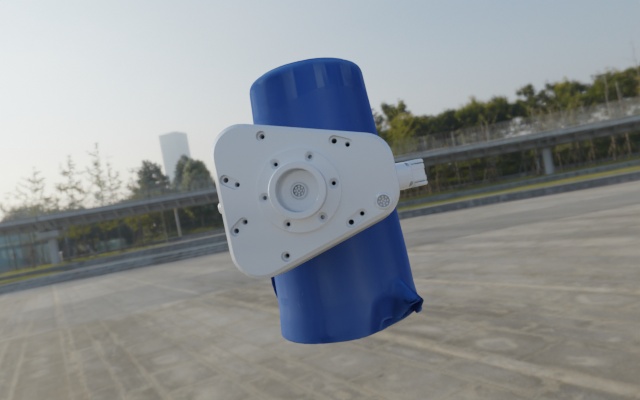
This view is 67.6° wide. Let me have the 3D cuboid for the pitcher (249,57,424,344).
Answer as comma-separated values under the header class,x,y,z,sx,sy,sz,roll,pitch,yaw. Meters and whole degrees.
class,x,y,z,sx,sy,sz,roll,pitch,yaw
pitcher,0.000,0.001,0.457,0.149,0.243,0.145,-11,-1,5
